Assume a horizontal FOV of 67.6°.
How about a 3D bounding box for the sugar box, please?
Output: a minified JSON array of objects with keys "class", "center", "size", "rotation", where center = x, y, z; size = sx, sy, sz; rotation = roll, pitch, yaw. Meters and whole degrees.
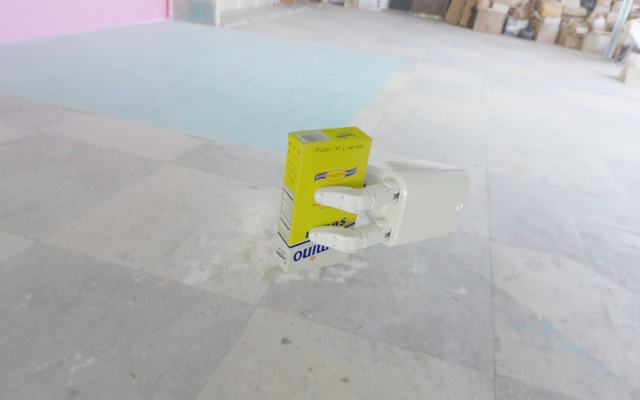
[{"class":"sugar box","center":[0.000,0.002,0.576],"size":[0.093,0.176,0.048],"rotation":[-9,32,-27]}]
